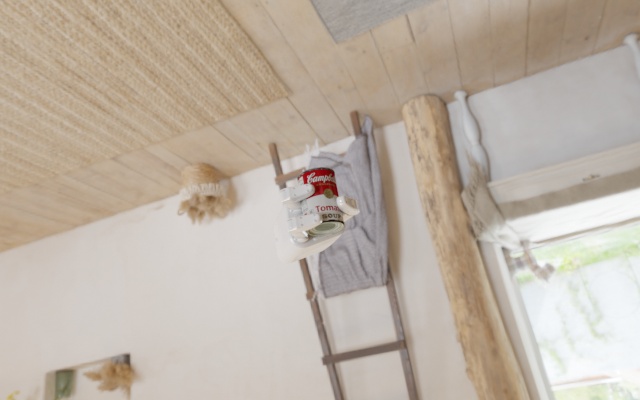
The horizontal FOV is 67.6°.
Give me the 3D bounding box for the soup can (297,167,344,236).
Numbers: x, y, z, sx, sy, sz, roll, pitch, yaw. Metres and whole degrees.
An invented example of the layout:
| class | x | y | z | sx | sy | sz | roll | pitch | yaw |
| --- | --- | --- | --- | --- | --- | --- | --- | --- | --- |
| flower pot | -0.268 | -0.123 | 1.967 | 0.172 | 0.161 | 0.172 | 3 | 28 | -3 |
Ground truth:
| class | x | y | z | sx | sy | sz | roll | pitch | yaw |
| --- | --- | --- | --- | --- | --- | --- | --- | --- | --- |
| soup can | 0.000 | 0.003 | 0.826 | 0.068 | 0.102 | 0.068 | -9 | -23 | -4 |
